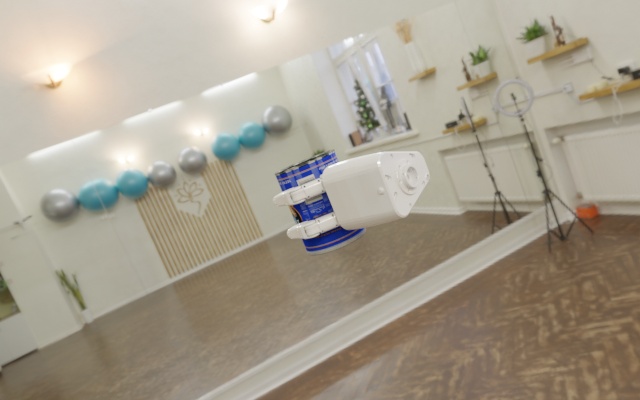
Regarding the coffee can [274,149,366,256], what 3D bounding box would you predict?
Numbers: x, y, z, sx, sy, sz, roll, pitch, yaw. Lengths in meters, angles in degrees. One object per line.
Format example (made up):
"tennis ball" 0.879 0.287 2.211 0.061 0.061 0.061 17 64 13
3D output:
"coffee can" 0.000 0.003 0.761 0.103 0.140 0.103 -22 8 3
